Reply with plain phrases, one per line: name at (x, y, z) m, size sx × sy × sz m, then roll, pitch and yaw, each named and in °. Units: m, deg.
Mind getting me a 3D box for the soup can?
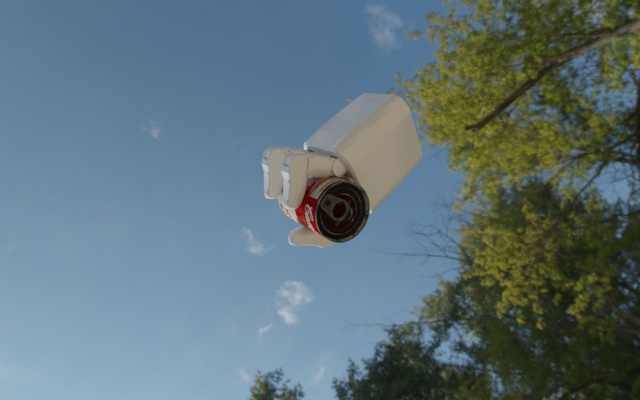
soup can at (0.000, 0.002, 0.551) m, size 0.068 × 0.068 × 0.102 m, roll 0°, pitch 12°, yaw -30°
